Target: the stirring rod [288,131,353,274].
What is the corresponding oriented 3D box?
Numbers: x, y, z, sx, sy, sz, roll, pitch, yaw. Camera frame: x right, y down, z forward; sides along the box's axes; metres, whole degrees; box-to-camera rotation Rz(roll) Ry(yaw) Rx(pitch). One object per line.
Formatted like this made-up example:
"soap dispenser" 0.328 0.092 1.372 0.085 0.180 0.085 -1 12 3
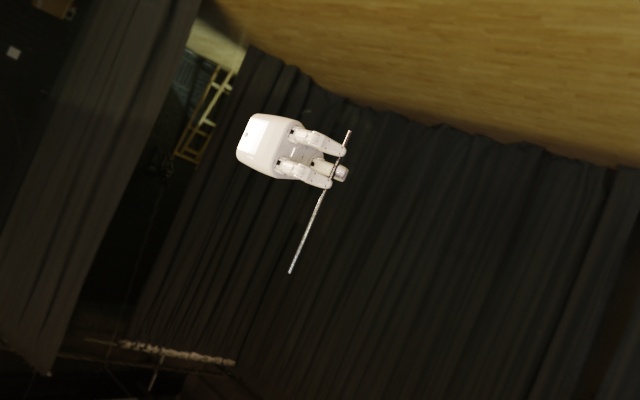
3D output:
"stirring rod" 0.000 0.002 0.745 0.011 0.239 0.011 23 -1 1
